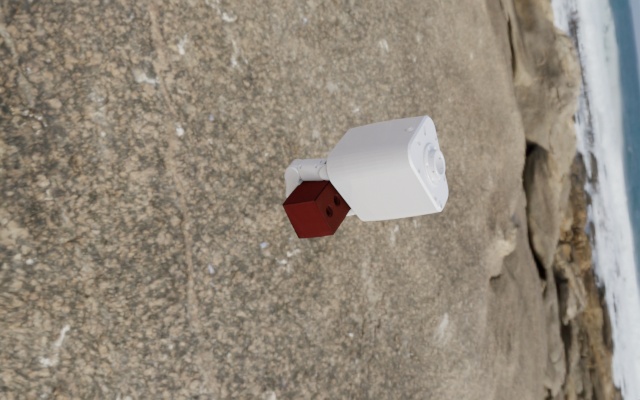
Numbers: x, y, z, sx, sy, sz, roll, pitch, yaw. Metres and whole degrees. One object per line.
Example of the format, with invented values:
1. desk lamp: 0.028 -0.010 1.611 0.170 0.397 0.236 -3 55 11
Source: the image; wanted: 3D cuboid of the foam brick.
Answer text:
1. foam brick: 0.000 0.002 0.586 0.051 0.053 0.078 -7 32 35
